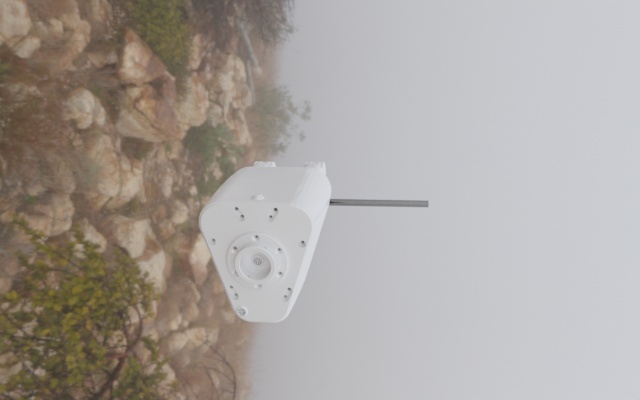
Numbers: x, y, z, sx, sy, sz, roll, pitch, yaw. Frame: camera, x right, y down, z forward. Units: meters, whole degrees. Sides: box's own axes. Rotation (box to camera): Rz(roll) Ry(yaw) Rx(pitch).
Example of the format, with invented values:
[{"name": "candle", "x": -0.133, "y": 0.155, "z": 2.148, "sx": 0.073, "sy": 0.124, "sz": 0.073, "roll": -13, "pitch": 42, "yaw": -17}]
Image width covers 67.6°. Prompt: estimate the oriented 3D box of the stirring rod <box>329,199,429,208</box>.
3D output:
[{"name": "stirring rod", "x": 0.000, "y": 0.002, "z": 0.542, "sx": 0.239, "sy": 0.011, "sz": 0.011, "roll": 1, "pitch": 0, "yaw": 6}]
